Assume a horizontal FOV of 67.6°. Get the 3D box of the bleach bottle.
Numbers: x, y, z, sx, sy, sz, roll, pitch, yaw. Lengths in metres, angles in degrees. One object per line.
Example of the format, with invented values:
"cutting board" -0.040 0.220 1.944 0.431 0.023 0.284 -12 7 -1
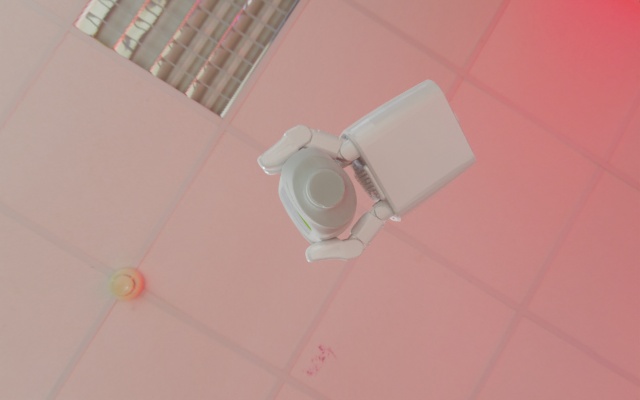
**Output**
"bleach bottle" 0.000 0.002 0.496 0.068 0.102 0.251 -35 1 -5
